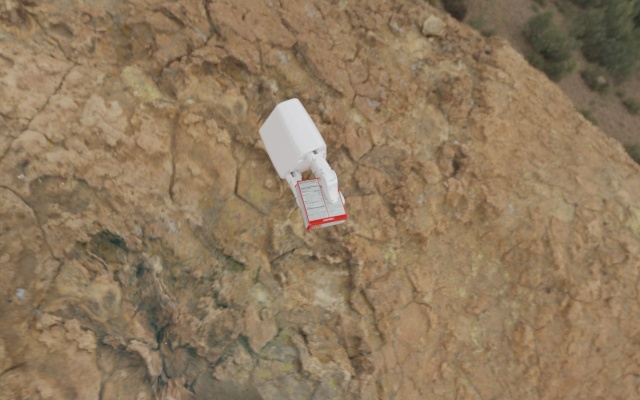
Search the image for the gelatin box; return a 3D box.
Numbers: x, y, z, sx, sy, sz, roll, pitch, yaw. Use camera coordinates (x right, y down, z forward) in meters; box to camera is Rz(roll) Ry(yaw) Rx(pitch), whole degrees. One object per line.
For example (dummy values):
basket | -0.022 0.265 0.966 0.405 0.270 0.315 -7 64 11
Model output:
gelatin box | 0.000 0.003 0.858 0.073 0.089 0.030 -10 -21 -18
